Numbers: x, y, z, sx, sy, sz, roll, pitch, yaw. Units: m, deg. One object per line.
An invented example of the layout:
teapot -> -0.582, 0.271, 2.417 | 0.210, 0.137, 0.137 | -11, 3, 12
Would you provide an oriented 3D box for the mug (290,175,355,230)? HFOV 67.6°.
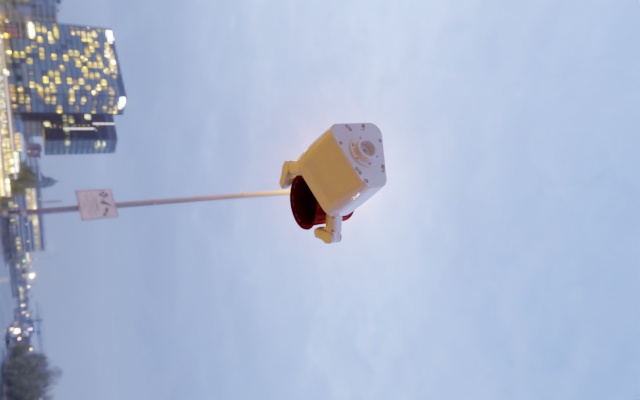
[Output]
mug -> 0.000, 0.003, 0.810 | 0.081, 0.093, 0.117 | -6, -18, -31
